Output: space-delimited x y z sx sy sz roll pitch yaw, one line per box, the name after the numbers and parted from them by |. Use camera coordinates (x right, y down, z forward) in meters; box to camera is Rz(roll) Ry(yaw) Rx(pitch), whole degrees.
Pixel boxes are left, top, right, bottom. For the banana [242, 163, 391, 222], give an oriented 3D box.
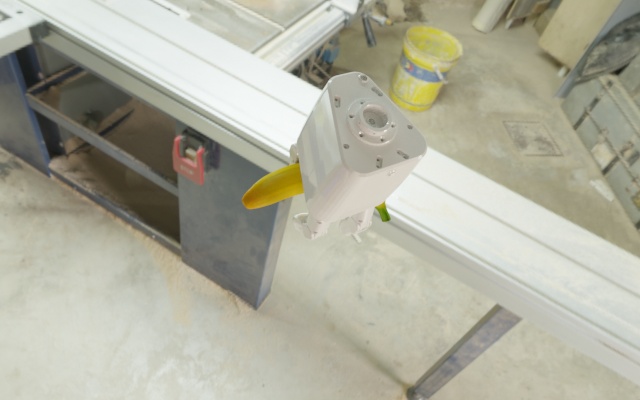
0.004 -0.016 0.584 0.198 0.069 0.037 6 -9 -20 | banana
